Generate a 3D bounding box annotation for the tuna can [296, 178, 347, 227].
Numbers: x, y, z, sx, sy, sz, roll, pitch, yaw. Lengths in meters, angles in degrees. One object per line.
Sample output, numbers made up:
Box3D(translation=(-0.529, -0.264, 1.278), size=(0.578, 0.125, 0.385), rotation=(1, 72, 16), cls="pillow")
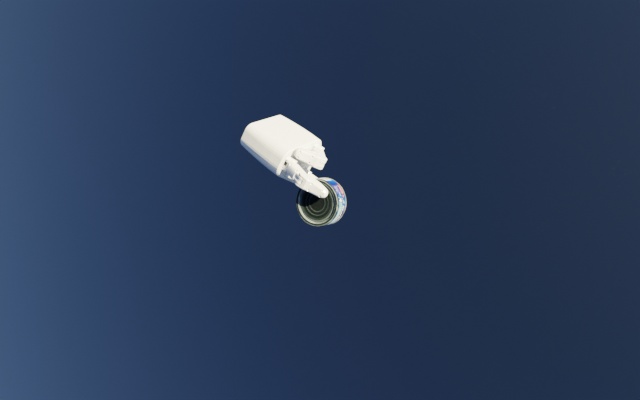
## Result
Box3D(translation=(0.000, 0.003, 0.840), size=(0.086, 0.086, 0.034), rotation=(0, 5, 27), cls="tuna can")
